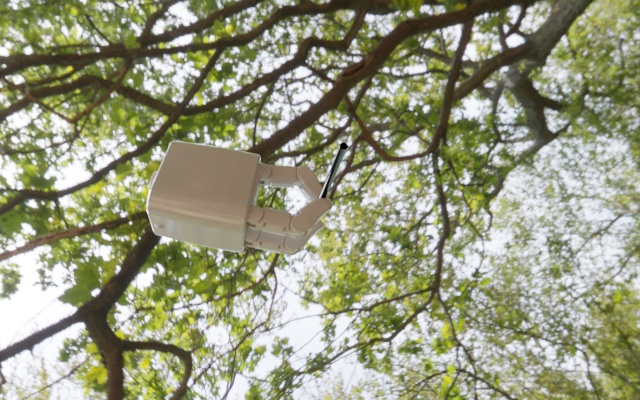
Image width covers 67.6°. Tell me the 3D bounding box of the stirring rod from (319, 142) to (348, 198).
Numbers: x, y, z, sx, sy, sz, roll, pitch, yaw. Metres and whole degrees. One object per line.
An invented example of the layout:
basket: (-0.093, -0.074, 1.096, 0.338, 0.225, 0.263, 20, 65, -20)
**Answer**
stirring rod: (0.000, 0.002, 0.556, 0.011, 0.011, 0.240, 0, -26, -12)
